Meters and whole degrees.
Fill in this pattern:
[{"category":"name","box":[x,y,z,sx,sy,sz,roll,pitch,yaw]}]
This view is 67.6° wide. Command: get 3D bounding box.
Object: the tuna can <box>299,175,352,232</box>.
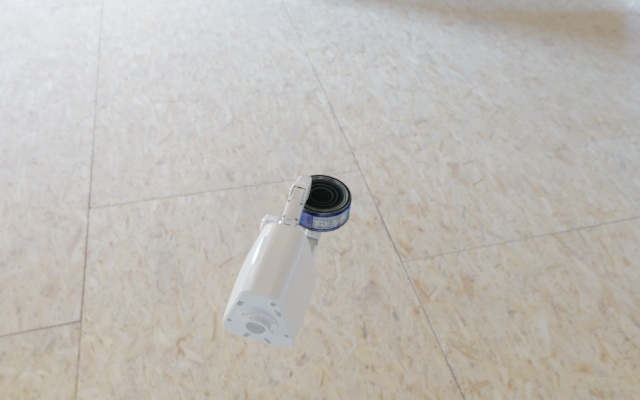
[{"category":"tuna can","box":[0.000,0.002,0.664,0.086,0.034,0.086,4,42,-3]}]
